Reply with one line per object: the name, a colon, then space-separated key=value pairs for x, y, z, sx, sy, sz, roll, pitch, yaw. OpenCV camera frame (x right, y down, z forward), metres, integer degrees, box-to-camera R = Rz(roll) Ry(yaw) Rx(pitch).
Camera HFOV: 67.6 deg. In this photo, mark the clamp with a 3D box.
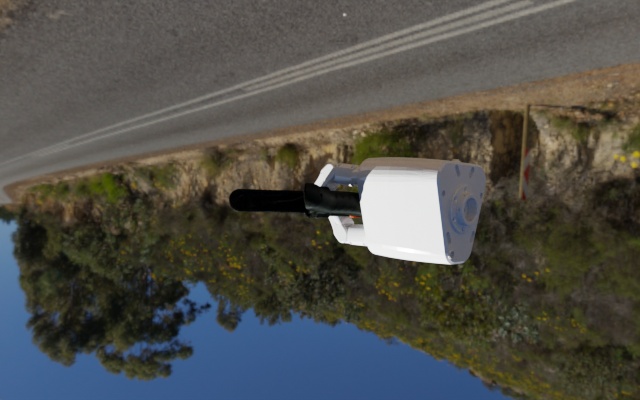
clamp: x=0.000 y=0.002 z=0.529 sx=0.171 sy=0.039 sz=0.120 roll=1 pitch=2 yaw=-42
